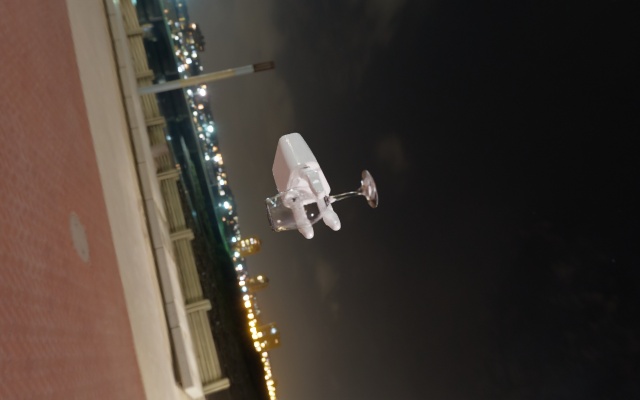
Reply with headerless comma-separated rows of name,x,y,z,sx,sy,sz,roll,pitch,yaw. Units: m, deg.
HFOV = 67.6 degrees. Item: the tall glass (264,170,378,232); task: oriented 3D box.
tall glass,0.001,0.003,0.889,0.201,0.079,0.079,-15,3,-12
